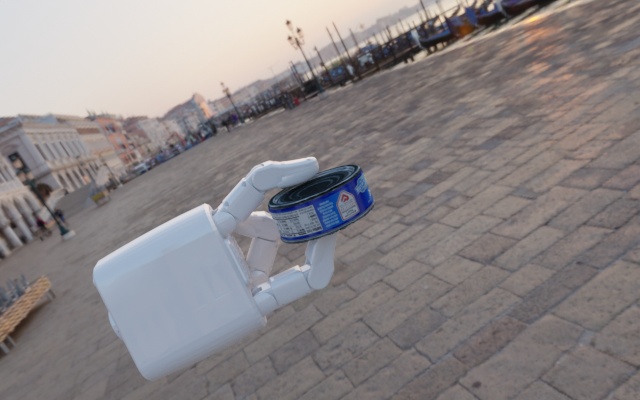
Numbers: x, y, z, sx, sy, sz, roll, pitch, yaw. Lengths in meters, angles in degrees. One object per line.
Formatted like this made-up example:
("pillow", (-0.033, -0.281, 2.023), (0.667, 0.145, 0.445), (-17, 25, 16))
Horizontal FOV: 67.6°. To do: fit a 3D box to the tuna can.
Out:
("tuna can", (0.000, 0.001, 0.400), (0.086, 0.034, 0.086), (-21, 13, 5))
